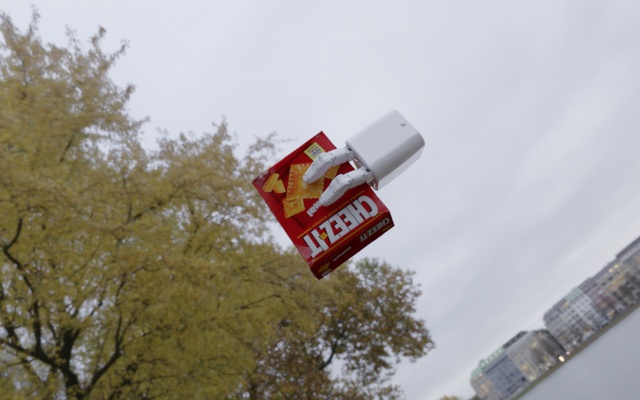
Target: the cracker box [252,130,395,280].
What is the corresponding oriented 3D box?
[{"bbox_3d":[0.000,0.003,0.842,0.164,0.213,0.072,-36,-30,-3],"label":"cracker box"}]
